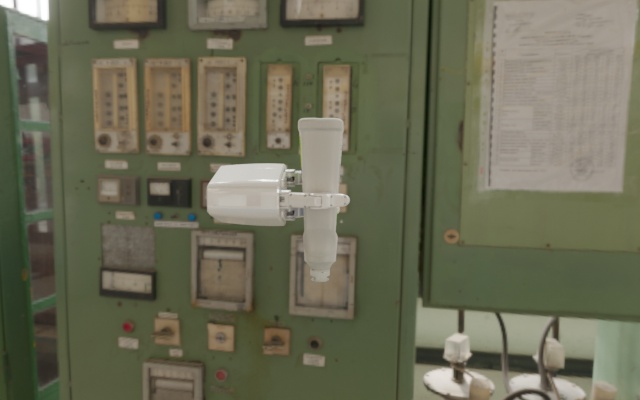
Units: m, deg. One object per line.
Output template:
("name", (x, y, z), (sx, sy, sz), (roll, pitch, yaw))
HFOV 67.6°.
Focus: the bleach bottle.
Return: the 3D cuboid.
("bleach bottle", (0.000, 0.002, 0.738), (0.068, 0.251, 0.102), (1, 6, 2))
